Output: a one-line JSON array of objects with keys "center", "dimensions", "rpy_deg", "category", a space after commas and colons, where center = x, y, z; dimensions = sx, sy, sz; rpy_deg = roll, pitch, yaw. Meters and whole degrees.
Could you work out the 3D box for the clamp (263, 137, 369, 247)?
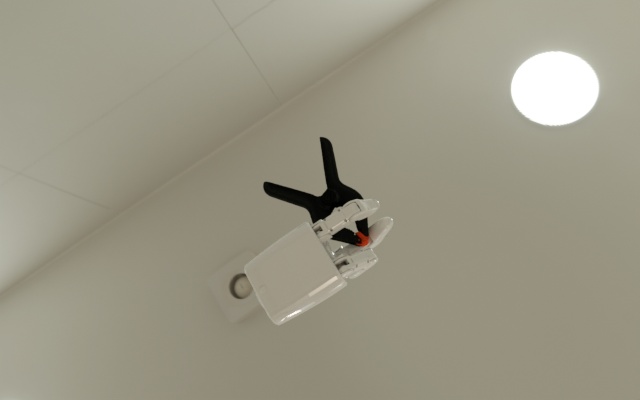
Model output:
[{"center": [0.000, 0.002, 0.678], "dimensions": [0.120, 0.171, 0.039], "rpy_deg": [-33, -20, 2], "category": "clamp"}]
